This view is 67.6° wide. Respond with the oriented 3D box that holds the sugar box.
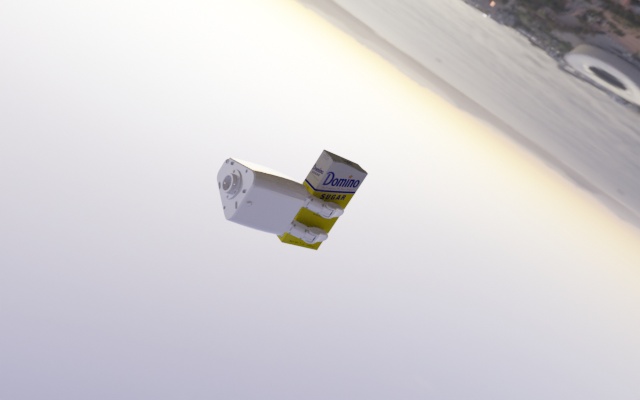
[{"bbox_3d":[0.000,0.003,0.850,0.093,0.176,0.048,17,25,-43],"label":"sugar box"}]
